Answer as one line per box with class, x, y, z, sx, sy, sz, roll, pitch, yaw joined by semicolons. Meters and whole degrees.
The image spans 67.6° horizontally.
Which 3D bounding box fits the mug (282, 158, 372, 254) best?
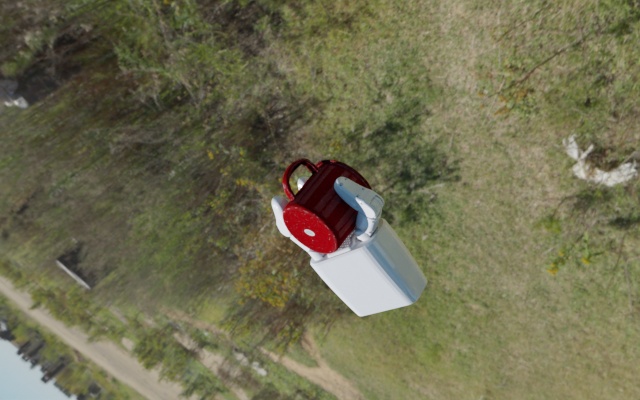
mug;-0.001;0.001;0.582;0.093;0.117;0.081;-16;29;53
